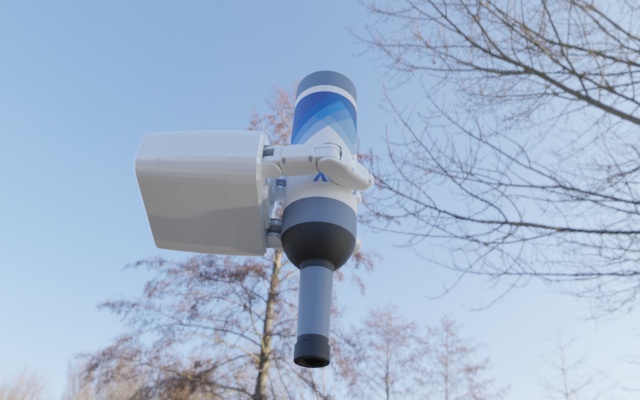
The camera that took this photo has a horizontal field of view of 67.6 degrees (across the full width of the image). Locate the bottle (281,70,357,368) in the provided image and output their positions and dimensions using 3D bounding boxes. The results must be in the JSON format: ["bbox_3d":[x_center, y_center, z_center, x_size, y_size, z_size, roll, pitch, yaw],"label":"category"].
[{"bbox_3d":[0.000,0.001,0.438,0.069,0.295,0.069,2,-36,2],"label":"bottle"}]
